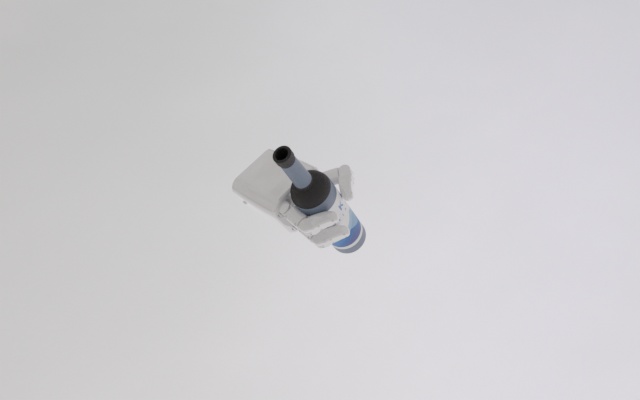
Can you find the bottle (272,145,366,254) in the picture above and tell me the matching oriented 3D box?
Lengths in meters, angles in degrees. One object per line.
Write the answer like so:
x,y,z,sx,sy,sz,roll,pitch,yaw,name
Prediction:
0.000,0.003,0.753,0.069,0.069,0.296,0,-26,23,bottle
